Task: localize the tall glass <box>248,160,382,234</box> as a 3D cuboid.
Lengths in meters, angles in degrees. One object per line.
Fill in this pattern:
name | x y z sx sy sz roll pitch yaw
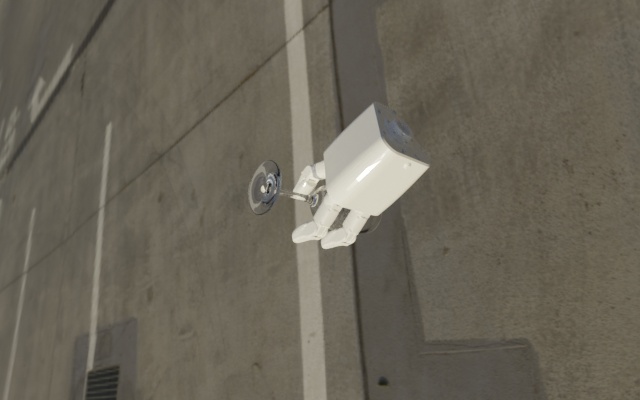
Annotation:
tall glass | -0.001 0.002 0.691 0.201 0.079 0.079 15 -10 -39
